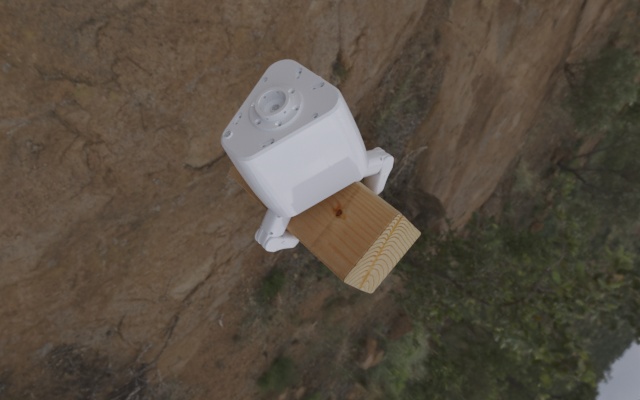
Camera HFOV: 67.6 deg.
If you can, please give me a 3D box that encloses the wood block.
[{"bbox_3d":[0.000,0.002,0.554,0.206,0.091,0.090,41,3,31],"label":"wood block"}]
